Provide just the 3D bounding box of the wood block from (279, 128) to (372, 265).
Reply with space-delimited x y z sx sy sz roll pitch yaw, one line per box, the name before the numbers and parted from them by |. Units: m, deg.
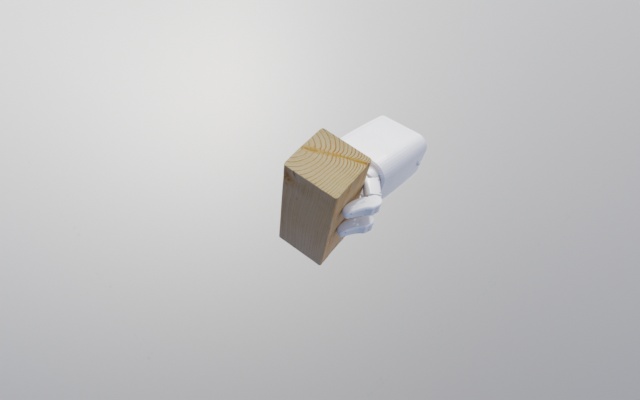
wood block | 0.000 0.002 0.734 0.091 0.090 0.206 35 -30 15
